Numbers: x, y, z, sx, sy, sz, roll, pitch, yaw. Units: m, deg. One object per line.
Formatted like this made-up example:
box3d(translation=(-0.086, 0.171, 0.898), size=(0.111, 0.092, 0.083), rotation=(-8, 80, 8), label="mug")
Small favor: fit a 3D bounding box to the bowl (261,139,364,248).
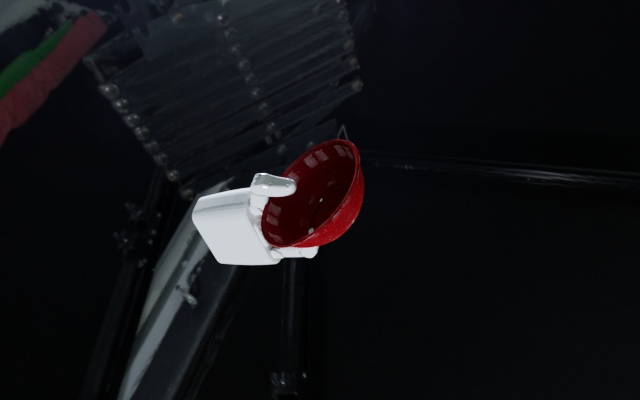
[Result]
box3d(translation=(0.001, 0.002, 0.605), size=(0.055, 0.162, 0.162), rotation=(41, -24, -32), label="bowl")
